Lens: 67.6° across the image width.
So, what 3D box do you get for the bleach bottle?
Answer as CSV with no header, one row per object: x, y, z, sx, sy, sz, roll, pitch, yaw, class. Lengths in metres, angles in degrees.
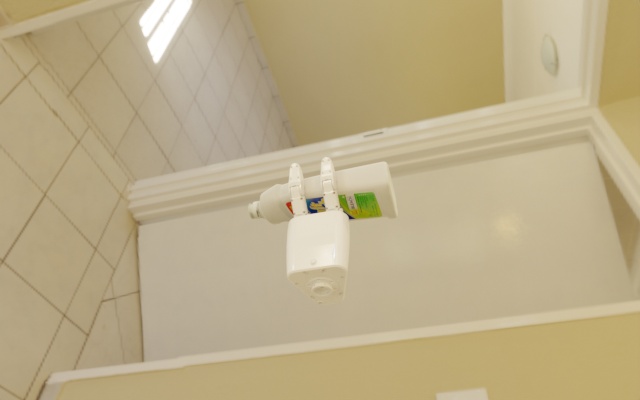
0.000,0.003,0.826,0.251,0.068,0.103,-10,-44,12,bleach bottle
